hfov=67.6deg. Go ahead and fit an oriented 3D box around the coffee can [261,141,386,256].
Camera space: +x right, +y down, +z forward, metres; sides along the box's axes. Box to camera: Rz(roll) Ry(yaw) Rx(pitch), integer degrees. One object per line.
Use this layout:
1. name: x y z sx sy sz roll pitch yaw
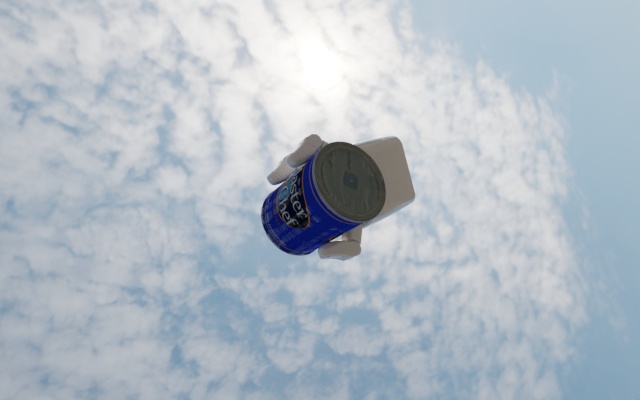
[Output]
1. coffee can: 0.000 0.002 0.611 0.103 0.102 0.140 0 -22 -35
